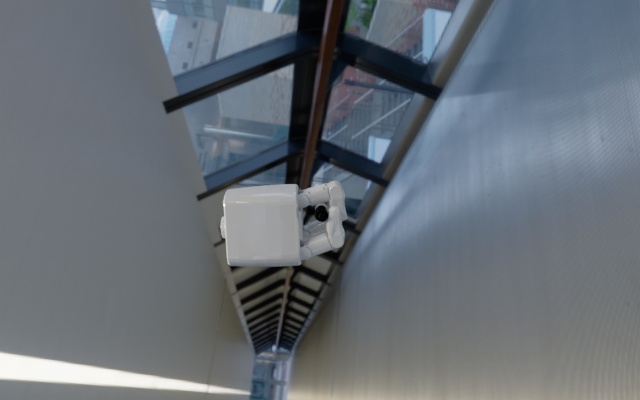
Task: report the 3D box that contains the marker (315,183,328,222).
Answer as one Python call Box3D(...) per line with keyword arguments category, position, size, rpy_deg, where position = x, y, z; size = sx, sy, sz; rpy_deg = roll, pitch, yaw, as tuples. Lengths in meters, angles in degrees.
Box3D(category="marker", position=(0.000, 0.002, 0.716), size=(0.020, 0.020, 0.121), rpy_deg=(0, 21, -2))
